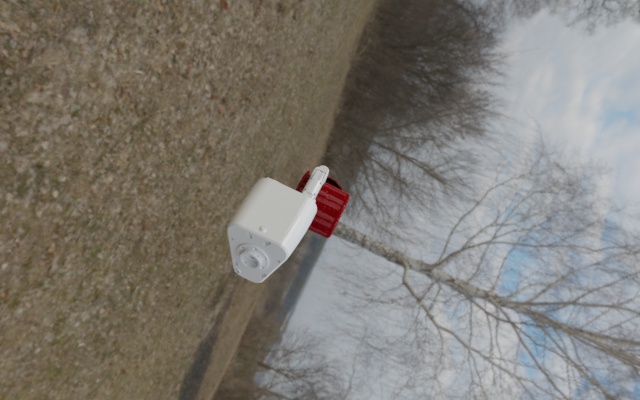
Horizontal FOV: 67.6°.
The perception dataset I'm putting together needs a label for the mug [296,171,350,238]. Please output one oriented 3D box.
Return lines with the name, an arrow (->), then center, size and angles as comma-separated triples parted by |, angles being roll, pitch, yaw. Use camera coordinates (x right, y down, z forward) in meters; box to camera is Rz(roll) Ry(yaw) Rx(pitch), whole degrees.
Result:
mug -> 0.001, 0.002, 0.795 | 0.081, 0.093, 0.117 | 26, 43, 3
